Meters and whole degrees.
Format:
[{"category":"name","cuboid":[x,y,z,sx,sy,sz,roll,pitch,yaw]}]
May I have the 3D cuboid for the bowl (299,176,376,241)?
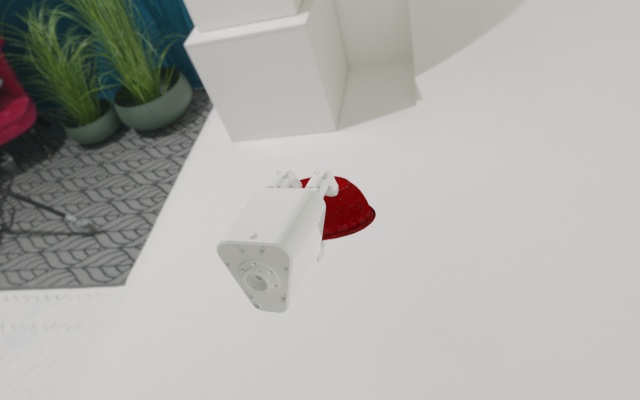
[{"category":"bowl","cuboid":[0.000,0.001,0.712,0.162,0.055,0.162,-5,19,2]}]
